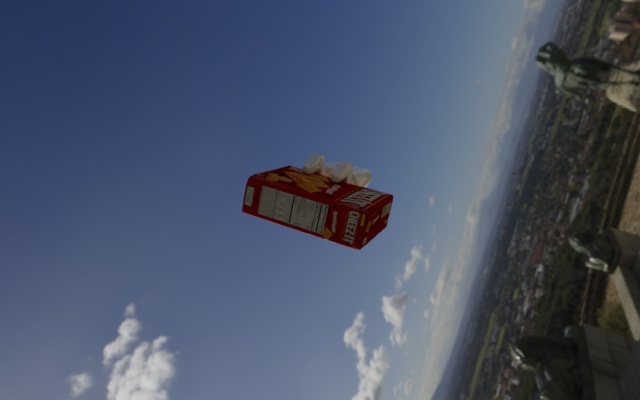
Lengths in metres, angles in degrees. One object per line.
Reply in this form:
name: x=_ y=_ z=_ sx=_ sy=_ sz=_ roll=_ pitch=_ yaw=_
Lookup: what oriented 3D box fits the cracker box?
cracker box: x=0.000 y=0.003 z=0.821 sx=0.213 sy=0.072 sz=0.164 roll=16 pitch=16 yaw=19
